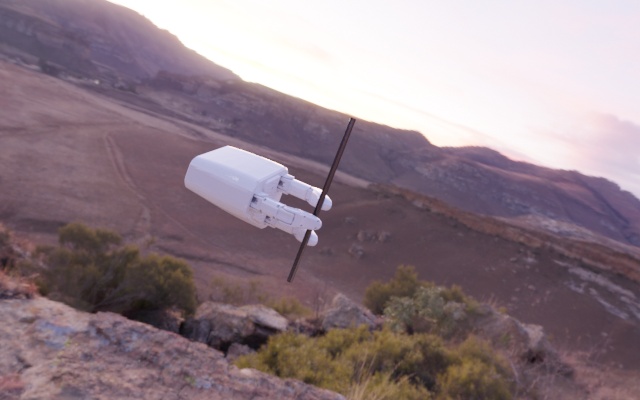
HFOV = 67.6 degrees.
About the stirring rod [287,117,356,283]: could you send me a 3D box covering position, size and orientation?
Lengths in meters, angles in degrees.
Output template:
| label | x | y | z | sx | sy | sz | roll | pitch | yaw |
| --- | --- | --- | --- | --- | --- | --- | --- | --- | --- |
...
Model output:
| label | x | y | z | sx | sy | sz | roll | pitch | yaw |
| --- | --- | --- | --- | --- | --- | --- | --- | --- | --- |
| stirring rod | 0.000 | 0.002 | 0.650 | 0.011 | 0.239 | 0.011 | 21 | 8 | -3 |
